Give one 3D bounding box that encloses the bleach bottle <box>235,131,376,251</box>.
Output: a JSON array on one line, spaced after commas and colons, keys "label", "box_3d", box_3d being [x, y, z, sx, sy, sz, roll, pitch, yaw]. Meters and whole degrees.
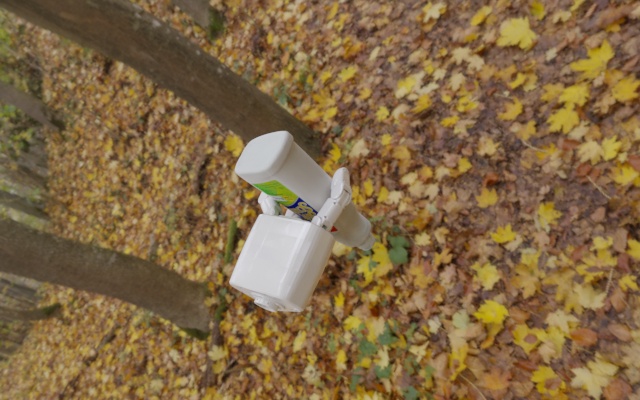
[{"label": "bleach bottle", "box_3d": [0.000, 0.002, 0.694, 0.251, 0.068, 0.102, 39, -25, -33]}]
